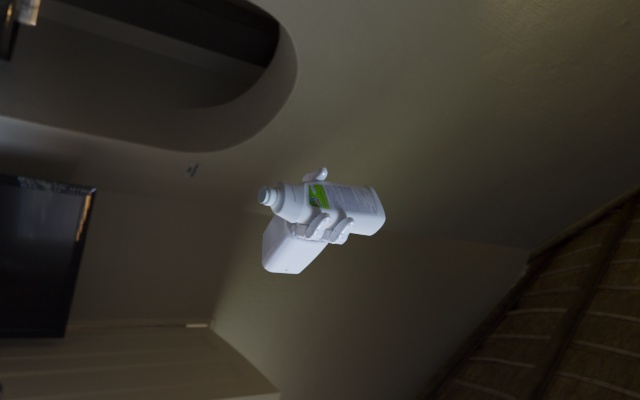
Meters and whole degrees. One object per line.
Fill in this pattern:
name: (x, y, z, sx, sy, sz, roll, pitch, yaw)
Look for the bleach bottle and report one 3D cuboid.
bleach bottle: (0.000, 0.003, 0.874, 0.251, 0.102, 0.068, 11, -47, -36)
